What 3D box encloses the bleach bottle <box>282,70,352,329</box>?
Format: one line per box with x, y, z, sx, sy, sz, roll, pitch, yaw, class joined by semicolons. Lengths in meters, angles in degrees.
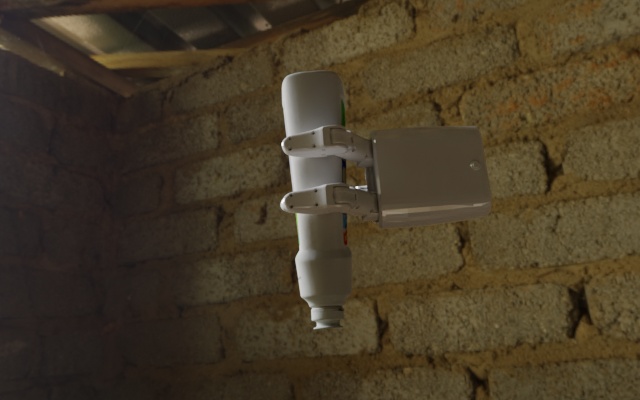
0.000;0.002;0.489;0.068;0.250;0.102;-4;-15;3;bleach bottle
